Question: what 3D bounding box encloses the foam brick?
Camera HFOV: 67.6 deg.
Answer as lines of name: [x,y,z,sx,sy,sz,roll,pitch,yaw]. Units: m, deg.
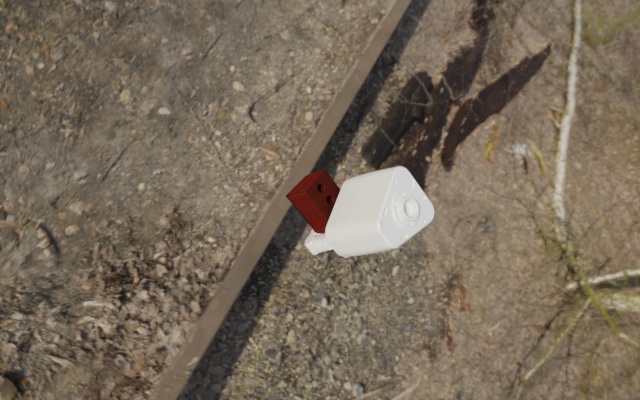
foam brick: [0.000,0.002,0.704,0.051,0.078,0.053,-15,29,53]
